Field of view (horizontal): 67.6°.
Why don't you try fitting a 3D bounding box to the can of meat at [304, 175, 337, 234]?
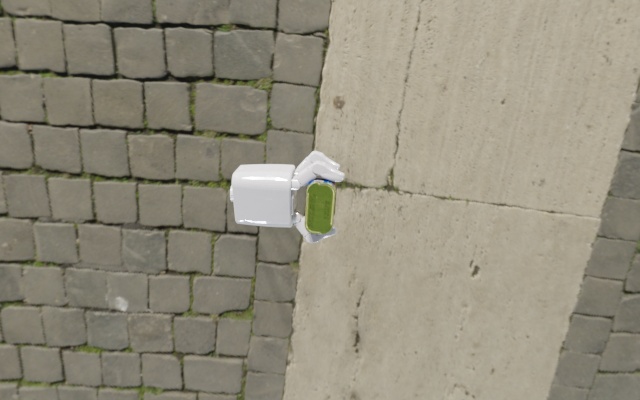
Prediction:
[{"bbox_3d":[0.000,0.003,0.877,0.057,0.102,0.084,4,17,1],"label":"can of meat"}]
